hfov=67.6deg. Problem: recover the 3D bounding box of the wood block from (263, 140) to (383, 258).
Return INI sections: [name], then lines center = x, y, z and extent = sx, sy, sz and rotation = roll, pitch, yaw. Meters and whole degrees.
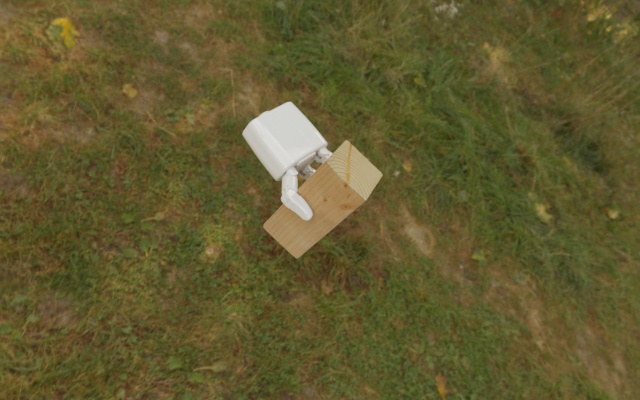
[wood block]
center = 0.000, 0.003, 0.842
extent = 0.206, 0.090, 0.090
rotation = -44, 4, 40
